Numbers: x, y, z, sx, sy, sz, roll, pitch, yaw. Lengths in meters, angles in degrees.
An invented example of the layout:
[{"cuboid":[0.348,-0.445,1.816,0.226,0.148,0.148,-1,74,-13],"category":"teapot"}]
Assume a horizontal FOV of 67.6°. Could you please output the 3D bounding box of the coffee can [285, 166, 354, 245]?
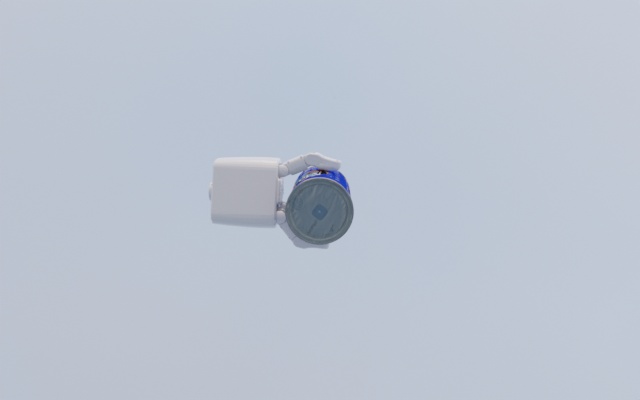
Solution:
[{"cuboid":[0.000,0.003,0.777,0.103,0.103,0.140,0,12,1],"category":"coffee can"}]
